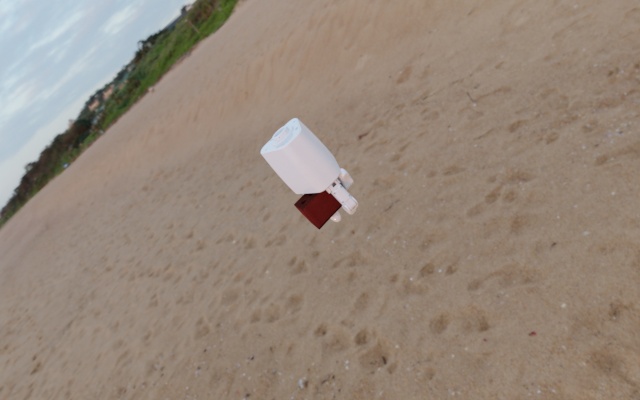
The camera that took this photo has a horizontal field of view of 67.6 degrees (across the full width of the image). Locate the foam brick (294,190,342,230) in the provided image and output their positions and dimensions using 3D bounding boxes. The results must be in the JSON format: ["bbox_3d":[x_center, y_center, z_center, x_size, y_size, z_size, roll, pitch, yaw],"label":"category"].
[{"bbox_3d":[0.000,0.003,0.866,0.051,0.078,0.053,47,-7,-23],"label":"foam brick"}]
